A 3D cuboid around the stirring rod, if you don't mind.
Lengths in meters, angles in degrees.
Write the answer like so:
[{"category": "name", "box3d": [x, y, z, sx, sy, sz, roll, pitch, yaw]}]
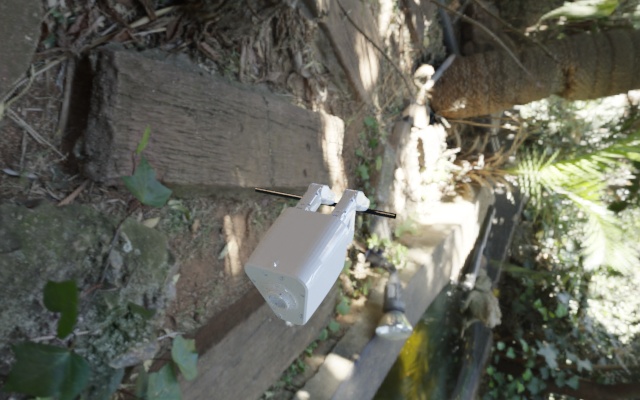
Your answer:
[{"category": "stirring rod", "box3d": [0.000, 0.002, 0.720, 0.239, 0.011, 0.011, 11, 5, 28]}]
